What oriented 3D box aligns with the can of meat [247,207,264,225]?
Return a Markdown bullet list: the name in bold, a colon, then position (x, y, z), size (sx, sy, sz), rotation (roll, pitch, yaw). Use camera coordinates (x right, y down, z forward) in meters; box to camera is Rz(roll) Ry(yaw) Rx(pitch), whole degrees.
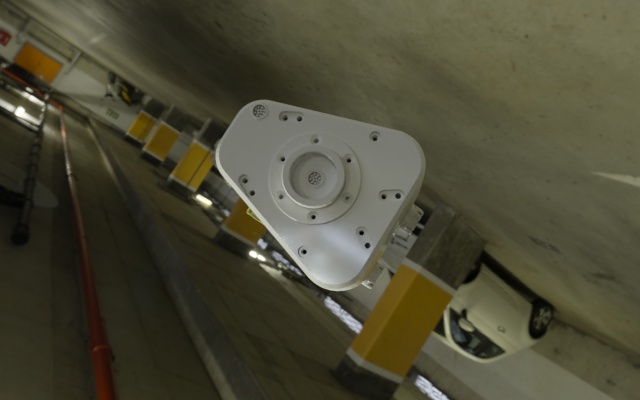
- **can of meat**: position (0.000, 0.002, 0.410), size (0.102, 0.084, 0.057), rotation (32, -4, 5)
